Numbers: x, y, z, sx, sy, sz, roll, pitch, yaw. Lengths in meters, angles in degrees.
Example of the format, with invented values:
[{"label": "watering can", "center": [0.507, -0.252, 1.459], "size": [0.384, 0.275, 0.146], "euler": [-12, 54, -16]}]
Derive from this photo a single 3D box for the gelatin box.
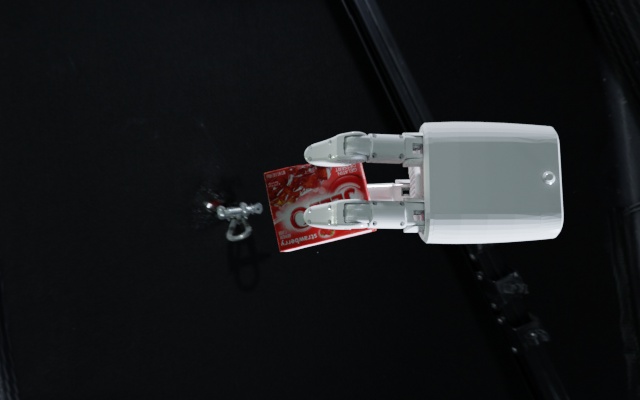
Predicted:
[{"label": "gelatin box", "center": [0.000, 0.002, 0.432], "size": [0.089, 0.073, 0.030], "euler": [-14, -8, 7]}]
